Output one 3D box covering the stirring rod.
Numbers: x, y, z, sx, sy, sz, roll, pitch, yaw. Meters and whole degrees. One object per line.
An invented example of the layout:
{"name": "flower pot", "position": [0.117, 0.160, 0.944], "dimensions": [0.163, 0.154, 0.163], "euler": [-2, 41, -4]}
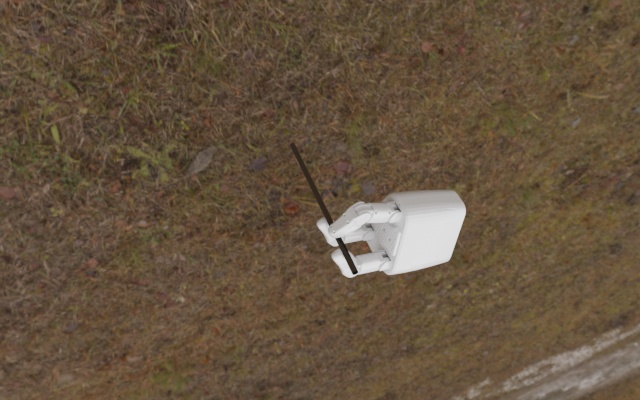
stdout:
{"name": "stirring rod", "position": [0.000, 0.002, 0.657], "dimensions": [0.011, 0.239, 0.011], "euler": [-17, -37, -13]}
